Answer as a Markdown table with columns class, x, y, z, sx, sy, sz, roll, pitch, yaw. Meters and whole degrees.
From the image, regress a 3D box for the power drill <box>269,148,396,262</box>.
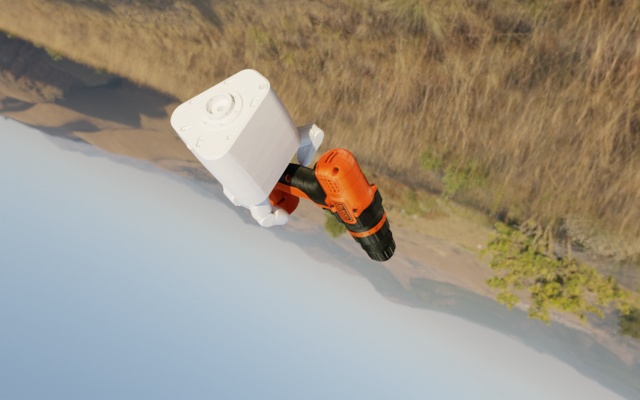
| class | x | y | z | sx | sy | sz | roll | pitch | yaw |
| --- | --- | --- | --- | --- | --- | --- | --- | --- | --- |
| power drill | 0.000 | 0.002 | 0.628 | 0.187 | 0.057 | 0.184 | 10 | -38 | 40 |
